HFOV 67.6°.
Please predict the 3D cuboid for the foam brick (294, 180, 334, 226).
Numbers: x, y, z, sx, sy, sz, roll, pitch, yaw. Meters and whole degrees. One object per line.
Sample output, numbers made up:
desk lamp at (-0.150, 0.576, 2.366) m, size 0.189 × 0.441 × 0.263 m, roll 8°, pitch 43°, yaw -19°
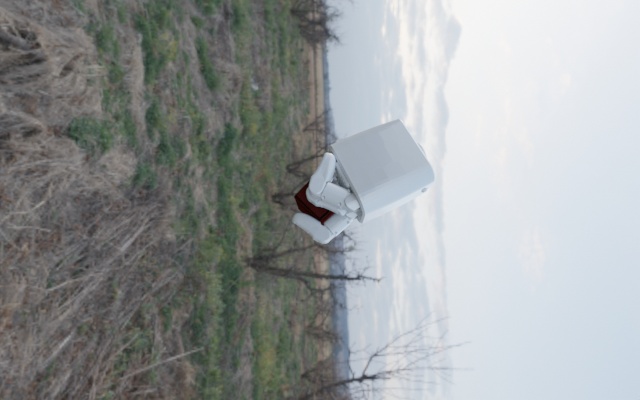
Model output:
foam brick at (0.000, 0.002, 0.692) m, size 0.053 × 0.051 × 0.078 m, roll 42°, pitch -9°, yaw 10°
